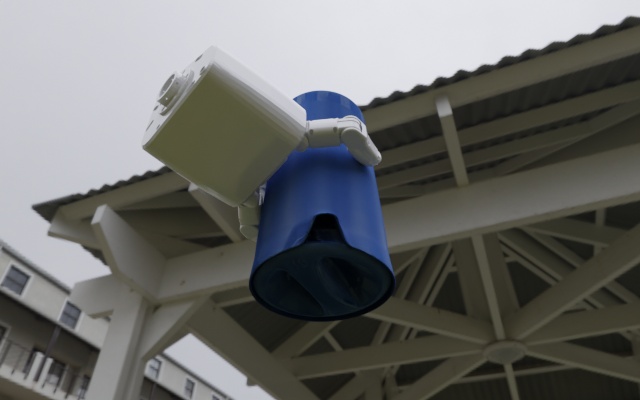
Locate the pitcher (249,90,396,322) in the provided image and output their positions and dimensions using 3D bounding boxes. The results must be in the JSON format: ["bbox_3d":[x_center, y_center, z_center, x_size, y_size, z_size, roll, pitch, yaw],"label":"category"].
[{"bbox_3d":[0.000,0.002,0.518,0.149,0.242,0.145,-33,-51,32],"label":"pitcher"}]
